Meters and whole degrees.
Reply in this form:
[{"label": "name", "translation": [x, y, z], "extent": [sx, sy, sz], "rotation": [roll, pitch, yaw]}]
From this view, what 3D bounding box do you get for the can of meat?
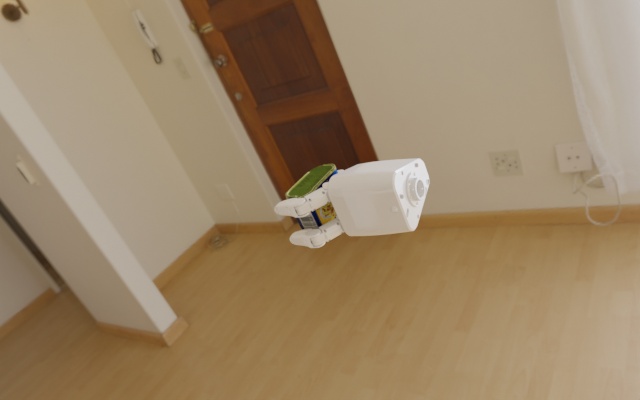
[{"label": "can of meat", "translation": [0.000, 0.002, 0.749], "extent": [0.057, 0.084, 0.102], "rotation": [-3, 32, 40]}]
